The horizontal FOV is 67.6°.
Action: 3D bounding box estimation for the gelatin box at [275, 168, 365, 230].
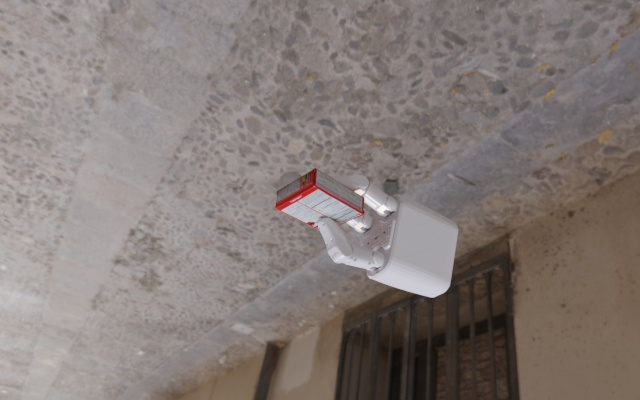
[{"bbox_3d":[0.000,0.002,0.600,0.089,0.030,0.073,28,-40,-35],"label":"gelatin box"}]
